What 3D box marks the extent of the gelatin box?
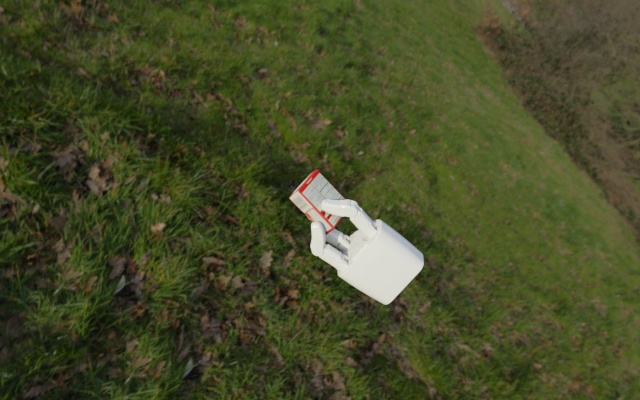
[{"bbox_3d":[0.000,0.002,0.805,0.030,0.089,0.073,-37,10,42],"label":"gelatin box"}]
